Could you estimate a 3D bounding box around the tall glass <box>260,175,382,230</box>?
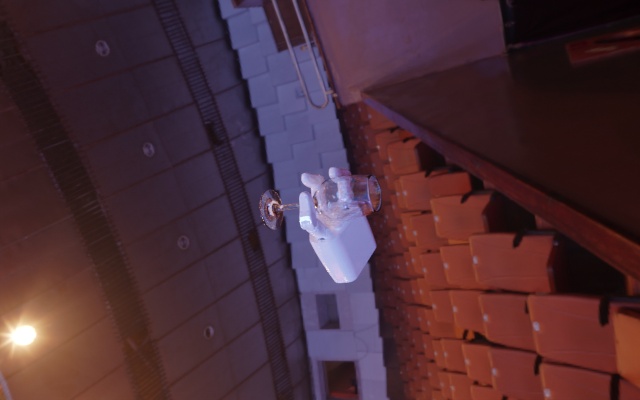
[{"bbox_3d":[-0.001,0.003,0.814,0.201,0.079,0.079,-9,-4,27],"label":"tall glass"}]
